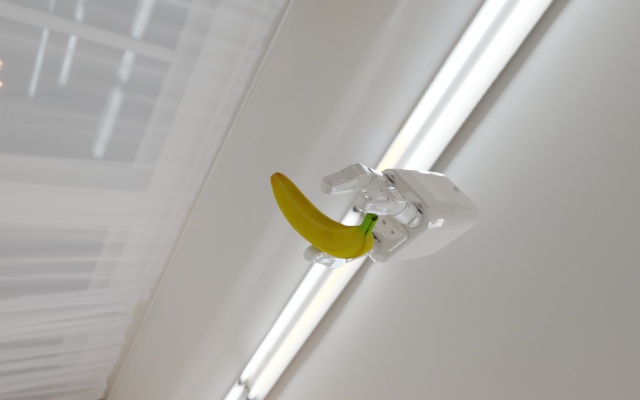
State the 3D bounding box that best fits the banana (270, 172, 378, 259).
[{"bbox_3d":[0.000,0.021,0.538,0.037,0.070,0.197,-5,18,-36],"label":"banana"}]
